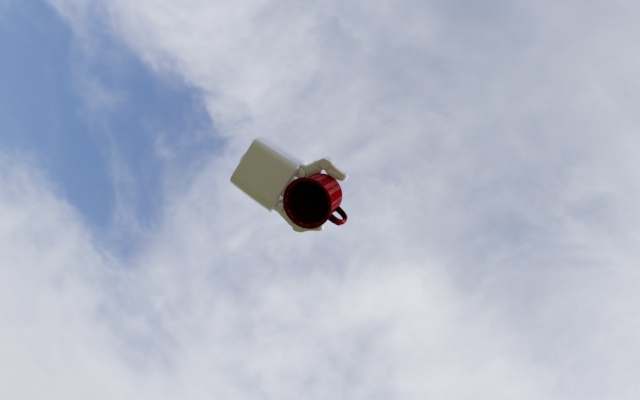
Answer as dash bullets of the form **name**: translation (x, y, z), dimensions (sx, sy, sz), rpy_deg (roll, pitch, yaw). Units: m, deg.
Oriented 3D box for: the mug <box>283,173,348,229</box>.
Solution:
- **mug**: translation (0.001, 0.004, 0.864), dimensions (0.117, 0.093, 0.081), rpy_deg (35, 23, 10)
